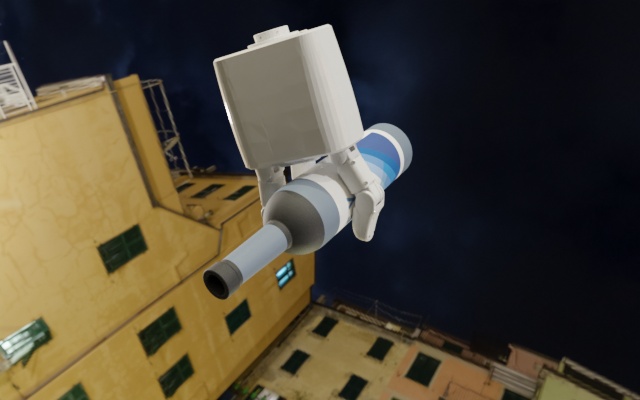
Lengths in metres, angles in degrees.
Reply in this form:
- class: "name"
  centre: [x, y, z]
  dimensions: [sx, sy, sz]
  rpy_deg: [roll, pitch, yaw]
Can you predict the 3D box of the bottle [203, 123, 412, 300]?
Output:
- class: "bottle"
  centre: [0.000, 0.002, 0.468]
  dimensions: [0.069, 0.069, 0.295]
  rpy_deg: [0, 25, 37]
